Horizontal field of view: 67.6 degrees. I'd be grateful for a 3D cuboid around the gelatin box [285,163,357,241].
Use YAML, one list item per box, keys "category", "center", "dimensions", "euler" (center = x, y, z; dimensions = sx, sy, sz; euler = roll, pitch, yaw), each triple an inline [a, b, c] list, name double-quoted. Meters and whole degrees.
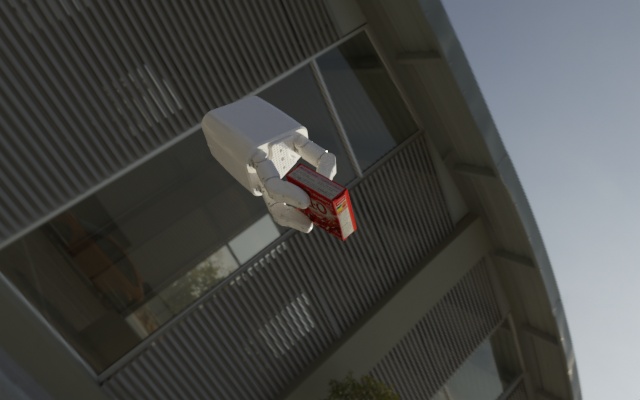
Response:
- category: "gelatin box"
  center: [0.001, 0.002, 0.606]
  dimensions: [0.030, 0.073, 0.089]
  euler: [-40, 48, -24]
